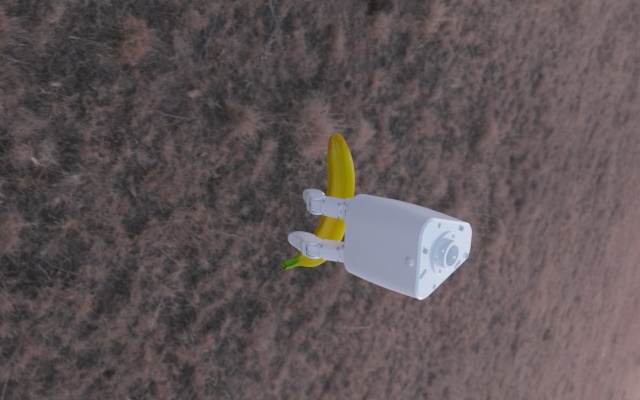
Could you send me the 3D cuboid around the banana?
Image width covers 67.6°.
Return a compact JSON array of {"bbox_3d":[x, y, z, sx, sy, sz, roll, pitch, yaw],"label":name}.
[{"bbox_3d":[0.013,0.010,0.657,0.070,0.198,0.037,20,0,-39],"label":"banana"}]
